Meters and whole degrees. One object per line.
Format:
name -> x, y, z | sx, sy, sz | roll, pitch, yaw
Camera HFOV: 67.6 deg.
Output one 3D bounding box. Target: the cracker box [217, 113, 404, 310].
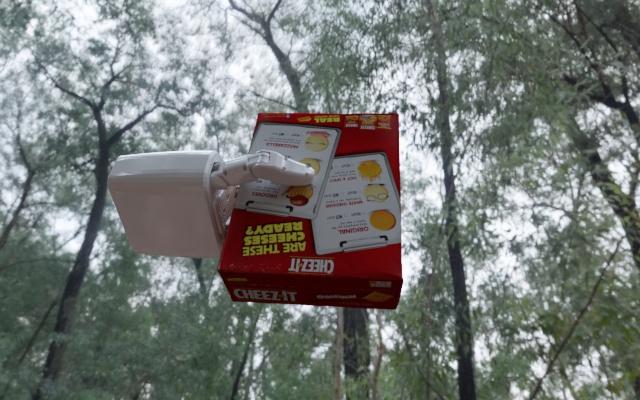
cracker box -> 0.000, 0.001, 0.499 | 0.164, 0.213, 0.072 | 2, -39, 6
